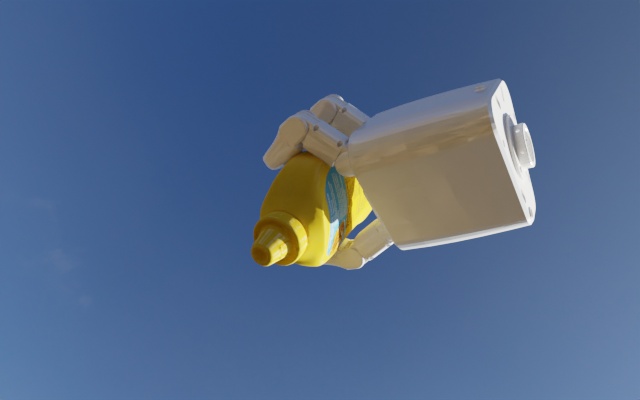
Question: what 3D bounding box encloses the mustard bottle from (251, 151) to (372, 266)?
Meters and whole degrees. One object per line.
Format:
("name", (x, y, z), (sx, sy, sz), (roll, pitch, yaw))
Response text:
("mustard bottle", (0.000, 0.001, 0.412), (0.058, 0.096, 0.191), (11, 28, 23))
